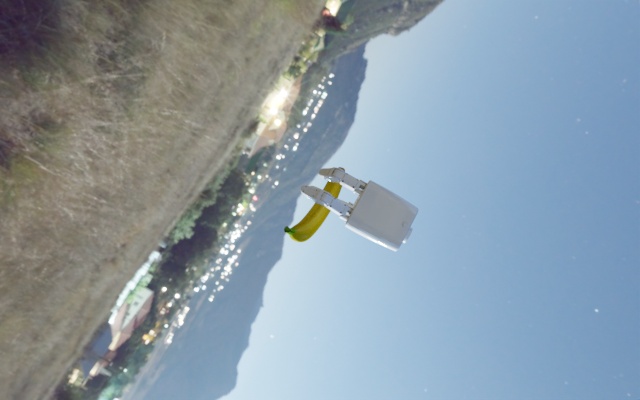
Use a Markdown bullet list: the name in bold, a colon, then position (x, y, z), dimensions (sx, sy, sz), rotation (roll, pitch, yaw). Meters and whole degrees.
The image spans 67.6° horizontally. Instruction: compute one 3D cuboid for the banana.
- **banana**: position (-0.004, 0.017, 0.902), dimensions (0.037, 0.070, 0.197), rotation (28, 52, 14)
